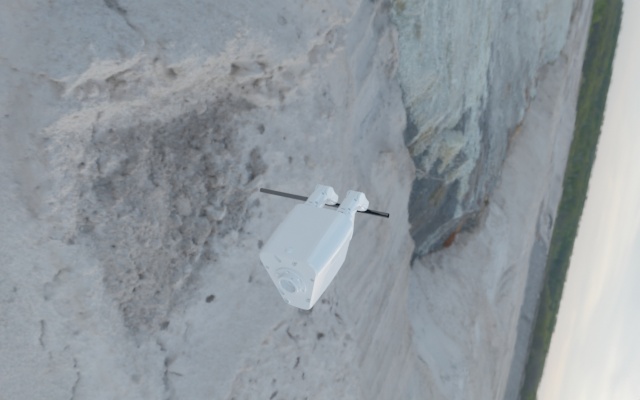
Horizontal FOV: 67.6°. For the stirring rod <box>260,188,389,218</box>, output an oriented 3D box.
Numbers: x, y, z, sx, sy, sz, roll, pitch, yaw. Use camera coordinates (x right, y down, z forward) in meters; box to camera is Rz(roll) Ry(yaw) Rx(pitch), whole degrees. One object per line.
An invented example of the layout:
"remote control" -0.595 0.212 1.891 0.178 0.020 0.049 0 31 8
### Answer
"stirring rod" 0.000 0.003 0.797 0.239 0.011 0.011 11 5 26
